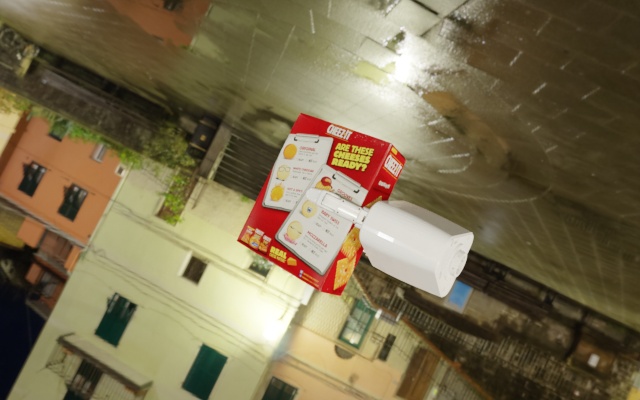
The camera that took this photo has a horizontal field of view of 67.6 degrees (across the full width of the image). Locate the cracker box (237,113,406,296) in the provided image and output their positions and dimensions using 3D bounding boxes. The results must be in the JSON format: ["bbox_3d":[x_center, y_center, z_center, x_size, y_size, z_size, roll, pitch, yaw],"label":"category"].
[{"bbox_3d":[0.000,0.002,0.680,0.164,0.213,0.072,25,-3,33],"label":"cracker box"}]
